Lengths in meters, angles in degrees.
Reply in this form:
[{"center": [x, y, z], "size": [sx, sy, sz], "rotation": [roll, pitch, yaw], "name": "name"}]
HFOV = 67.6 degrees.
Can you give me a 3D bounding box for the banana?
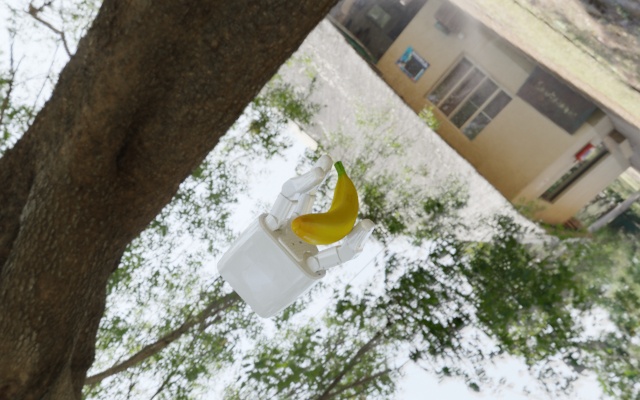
[{"center": [0.013, 0.014, 0.579], "size": [0.037, 0.069, 0.197], "rotation": [-39, 8, 25], "name": "banana"}]
